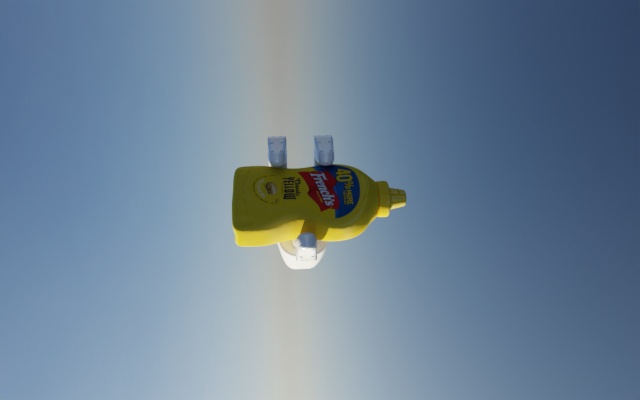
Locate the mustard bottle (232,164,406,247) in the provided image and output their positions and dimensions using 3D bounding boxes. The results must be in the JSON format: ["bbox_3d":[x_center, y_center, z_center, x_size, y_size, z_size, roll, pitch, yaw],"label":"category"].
[{"bbox_3d":[0.000,0.002,0.534,0.191,0.096,0.058,-2,-43,-4],"label":"mustard bottle"}]
